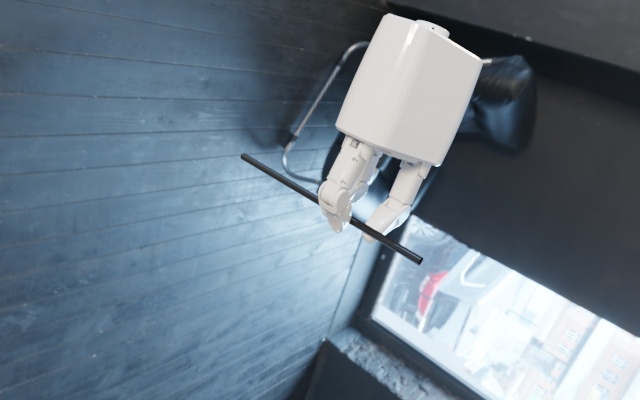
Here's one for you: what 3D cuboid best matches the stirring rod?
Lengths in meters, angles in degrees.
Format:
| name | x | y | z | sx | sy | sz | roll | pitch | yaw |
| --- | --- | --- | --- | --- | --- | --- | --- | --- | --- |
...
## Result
| name | x | y | z | sx | sy | sz | roll | pitch | yaw |
| --- | --- | --- | --- | --- | --- | --- | --- | --- | --- |
| stirring rod | 0.000 | 0.001 | 0.484 | 0.239 | 0.011 | 0.011 | 31 | 17 | 31 |
